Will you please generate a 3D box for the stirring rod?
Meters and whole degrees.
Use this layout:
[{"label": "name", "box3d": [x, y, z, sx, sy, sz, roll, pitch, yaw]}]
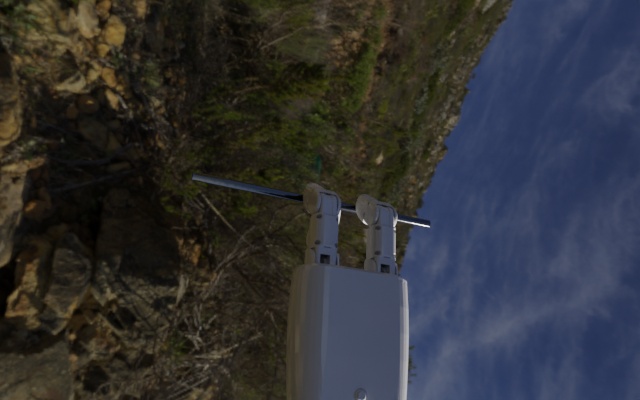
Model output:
[{"label": "stirring rod", "box3d": [0.000, 0.002, 0.454, 0.239, 0.011, 0.011, 12, -4, -19]}]
